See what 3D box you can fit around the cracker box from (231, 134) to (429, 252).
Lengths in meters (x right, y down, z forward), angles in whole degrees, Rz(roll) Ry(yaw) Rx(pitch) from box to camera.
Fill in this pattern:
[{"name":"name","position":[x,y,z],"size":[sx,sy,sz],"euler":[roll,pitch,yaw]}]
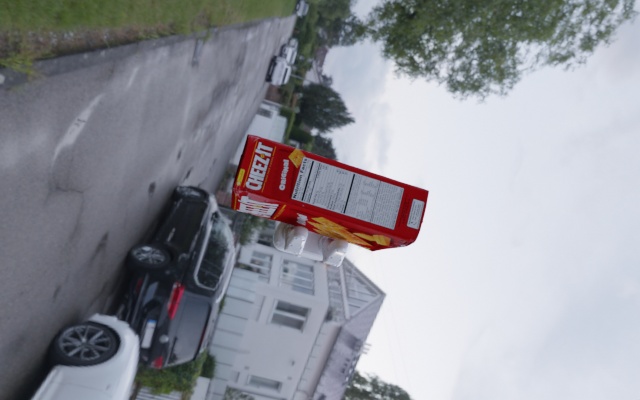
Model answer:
[{"name":"cracker box","position":[0.000,0.002,0.591],"size":[0.214,0.072,0.164],"euler":[16,-12,-8]}]
